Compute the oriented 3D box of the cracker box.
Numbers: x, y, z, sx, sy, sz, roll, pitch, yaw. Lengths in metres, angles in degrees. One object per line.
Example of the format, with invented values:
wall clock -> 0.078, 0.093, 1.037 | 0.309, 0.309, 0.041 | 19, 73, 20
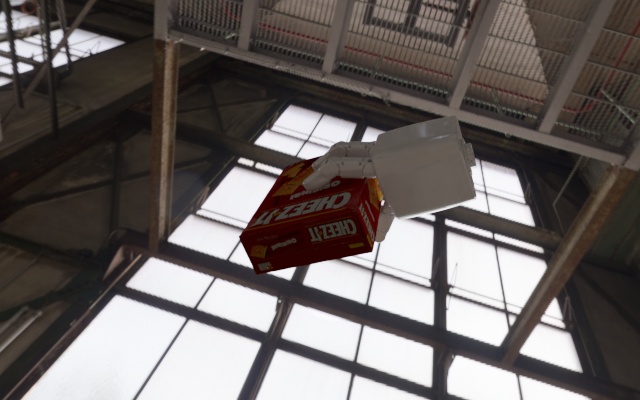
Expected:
cracker box -> 0.000, 0.002, 0.674 | 0.164, 0.072, 0.213 | -14, 24, 21
